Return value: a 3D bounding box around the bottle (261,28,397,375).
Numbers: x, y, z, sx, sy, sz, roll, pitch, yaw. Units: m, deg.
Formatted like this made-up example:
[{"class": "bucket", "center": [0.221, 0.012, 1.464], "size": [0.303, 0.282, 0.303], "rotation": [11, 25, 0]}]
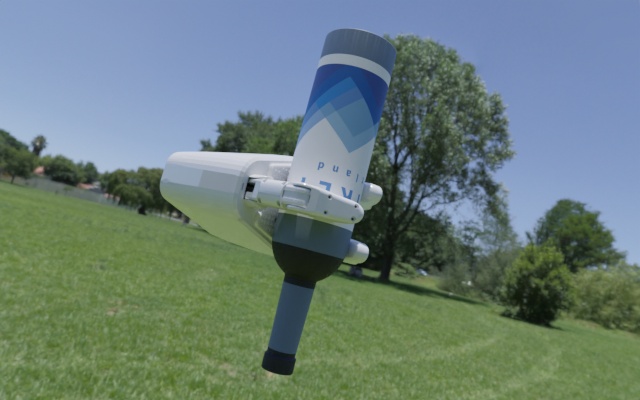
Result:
[{"class": "bottle", "center": [0.000, 0.001, 0.418], "size": [0.069, 0.295, 0.069], "rotation": [14, -7, 2]}]
